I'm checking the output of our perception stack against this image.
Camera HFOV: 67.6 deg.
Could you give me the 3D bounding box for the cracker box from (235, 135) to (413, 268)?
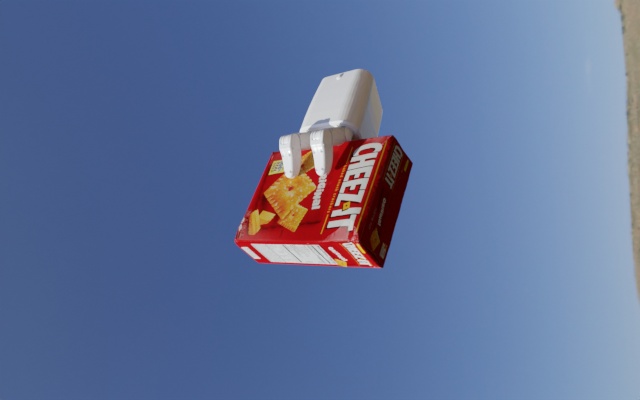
[{"bbox_3d":[0.000,0.002,0.654,0.214,0.164,0.072,-4,-36,38],"label":"cracker box"}]
